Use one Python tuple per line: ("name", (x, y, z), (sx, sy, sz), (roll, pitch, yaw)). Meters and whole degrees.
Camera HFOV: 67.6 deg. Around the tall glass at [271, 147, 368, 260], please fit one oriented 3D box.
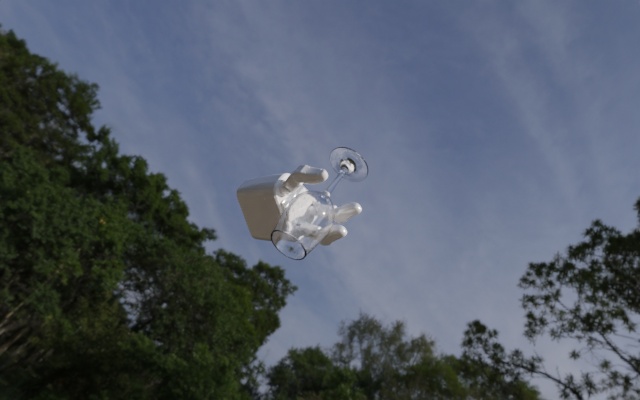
("tall glass", (0.001, 0.002, 0.762), (0.079, 0.079, 0.201), (0, 40, 39))
